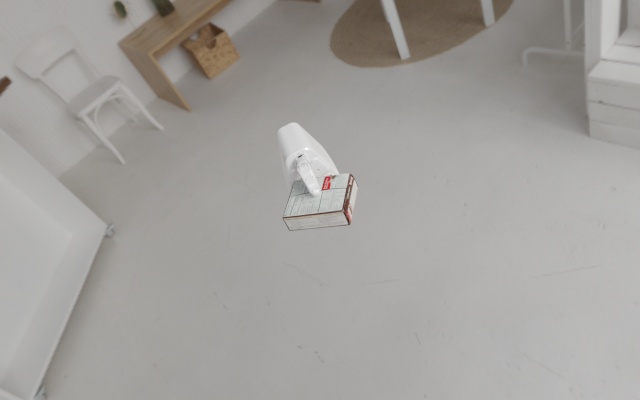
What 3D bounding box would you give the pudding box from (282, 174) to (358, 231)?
[{"bbox_3d":[0.000,0.002,0.800,0.113,0.090,0.039,-8,-45,24],"label":"pudding box"}]
